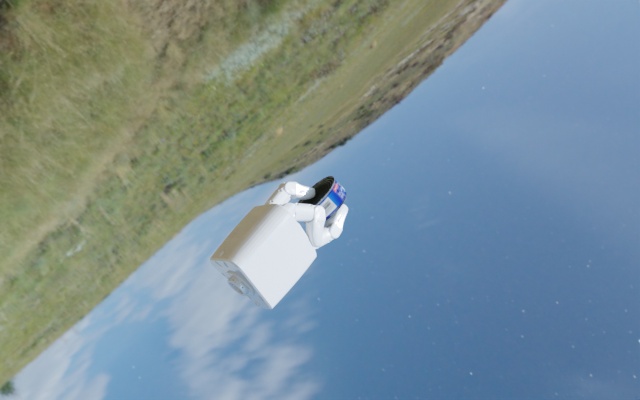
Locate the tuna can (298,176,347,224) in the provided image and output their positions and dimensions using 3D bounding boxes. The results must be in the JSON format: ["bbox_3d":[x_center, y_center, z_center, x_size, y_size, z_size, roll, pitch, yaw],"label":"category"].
[{"bbox_3d":[0.001,0.003,0.765,0.034,0.086,0.086,46,-18,-18],"label":"tuna can"}]
